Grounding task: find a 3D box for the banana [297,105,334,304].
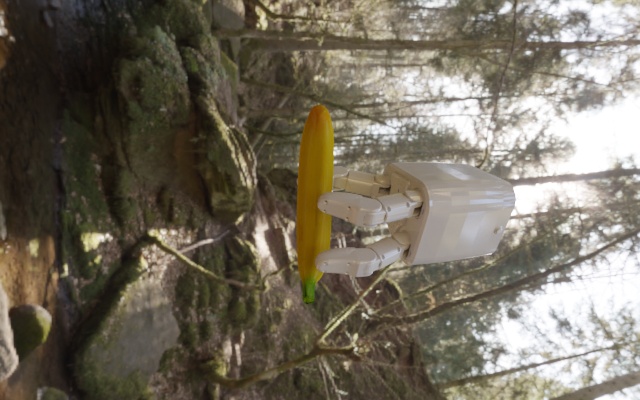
[{"bbox_3d":[-0.004,0.001,0.495,0.037,0.198,0.069,-1,11,-12],"label":"banana"}]
